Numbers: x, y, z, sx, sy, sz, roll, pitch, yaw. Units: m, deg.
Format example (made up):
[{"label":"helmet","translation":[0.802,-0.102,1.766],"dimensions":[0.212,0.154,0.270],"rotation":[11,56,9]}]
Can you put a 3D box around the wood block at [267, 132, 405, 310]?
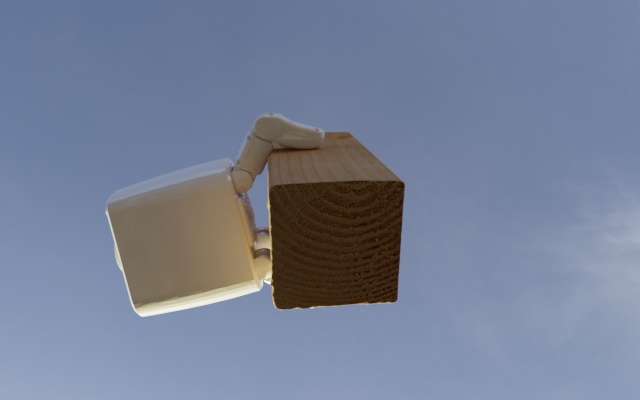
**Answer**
[{"label":"wood block","translation":[0.000,0.001,0.413],"dimensions":[0.090,0.091,0.206],"rotation":[-2,17,-6]}]
